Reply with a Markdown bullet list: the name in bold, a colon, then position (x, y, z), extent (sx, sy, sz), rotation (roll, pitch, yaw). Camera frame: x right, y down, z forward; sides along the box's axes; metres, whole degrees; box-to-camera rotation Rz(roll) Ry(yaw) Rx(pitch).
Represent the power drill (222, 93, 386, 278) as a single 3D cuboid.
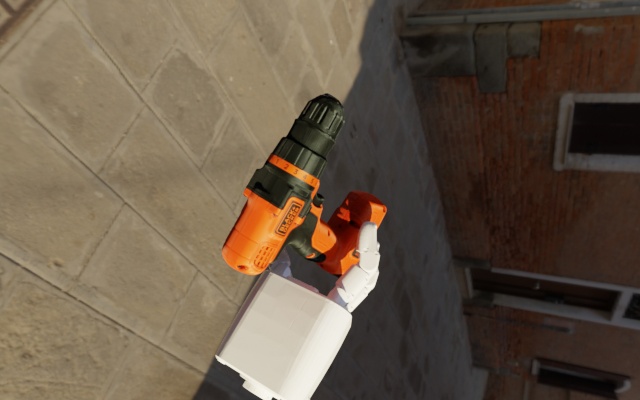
- **power drill**: position (0.000, 0.002, 0.504), extent (0.057, 0.184, 0.188), rotation (33, 2, 36)
